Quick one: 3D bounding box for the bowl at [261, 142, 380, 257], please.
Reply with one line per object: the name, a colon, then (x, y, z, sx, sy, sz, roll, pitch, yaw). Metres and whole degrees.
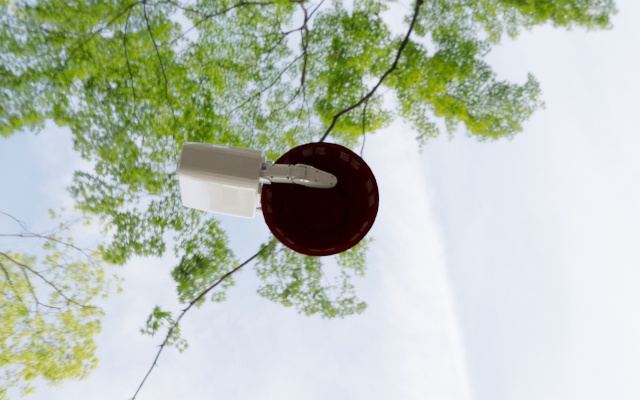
bowl: (0.001, 0.003, 0.668, 0.162, 0.162, 0.055, 0, -15, 2)
